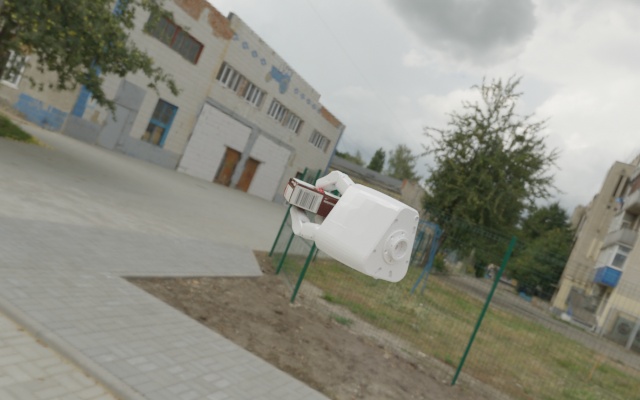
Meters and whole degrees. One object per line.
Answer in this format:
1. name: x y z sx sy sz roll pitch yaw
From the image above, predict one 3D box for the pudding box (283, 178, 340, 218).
1. pudding box: 0.000 0.002 0.779 0.113 0.039 0.090 24 3 -12
